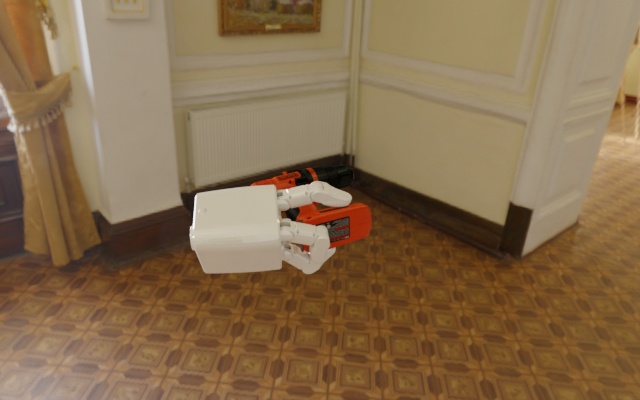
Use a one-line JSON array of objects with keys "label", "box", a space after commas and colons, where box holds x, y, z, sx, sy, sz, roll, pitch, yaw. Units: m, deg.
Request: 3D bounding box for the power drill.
[{"label": "power drill", "box": [0.000, 0.003, 0.730, 0.184, 0.057, 0.187, -16, 28, -20]}]
